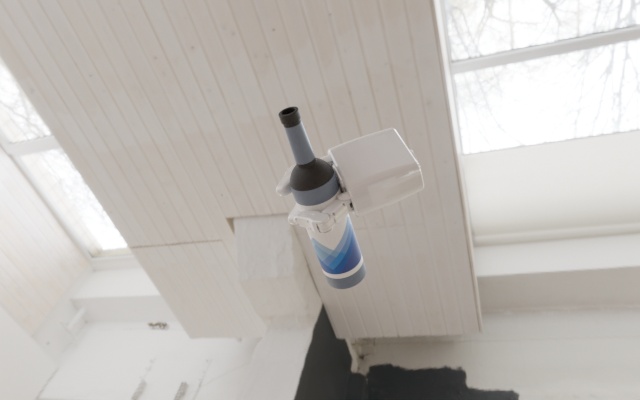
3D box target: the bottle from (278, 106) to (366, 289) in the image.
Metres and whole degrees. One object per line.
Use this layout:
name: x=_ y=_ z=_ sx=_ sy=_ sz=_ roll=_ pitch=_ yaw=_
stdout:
bottle: x=0.000 y=0.003 z=0.692 sx=0.069 sy=0.296 sz=0.069 roll=-14 pitch=33 yaw=9
